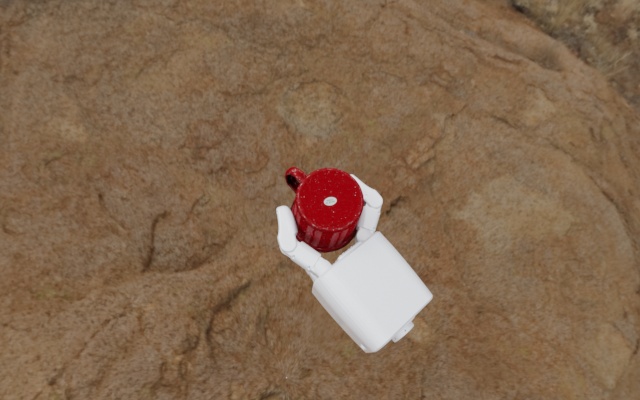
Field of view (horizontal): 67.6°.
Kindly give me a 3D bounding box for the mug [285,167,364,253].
[{"bbox_3d":[-0.001,0.001,0.594,0.093,0.117,0.081,-40,-11,-16],"label":"mug"}]
